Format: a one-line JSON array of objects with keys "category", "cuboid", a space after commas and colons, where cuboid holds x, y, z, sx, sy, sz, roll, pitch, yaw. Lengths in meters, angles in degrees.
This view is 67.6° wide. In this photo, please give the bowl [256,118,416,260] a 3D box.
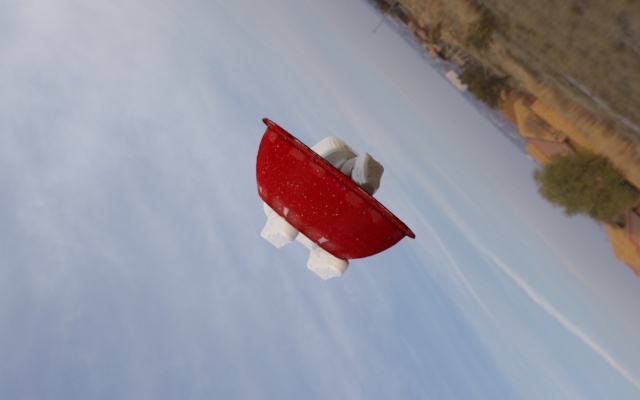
[{"category": "bowl", "cuboid": [0.000, 0.002, 0.403, 0.162, 0.055, 0.162, 38, 0, 0]}]
